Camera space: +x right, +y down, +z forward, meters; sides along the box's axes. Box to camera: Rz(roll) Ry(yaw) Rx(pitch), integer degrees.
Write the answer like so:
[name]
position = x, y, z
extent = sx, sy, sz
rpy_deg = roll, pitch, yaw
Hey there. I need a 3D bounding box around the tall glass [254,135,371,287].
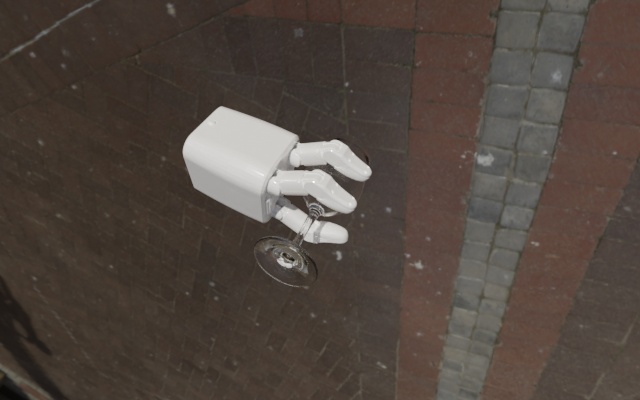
[tall glass]
position = 0.000, 0.002, 0.565
extent = 0.079, 0.079, 0.201
rpy_deg = 0, 39, 30
